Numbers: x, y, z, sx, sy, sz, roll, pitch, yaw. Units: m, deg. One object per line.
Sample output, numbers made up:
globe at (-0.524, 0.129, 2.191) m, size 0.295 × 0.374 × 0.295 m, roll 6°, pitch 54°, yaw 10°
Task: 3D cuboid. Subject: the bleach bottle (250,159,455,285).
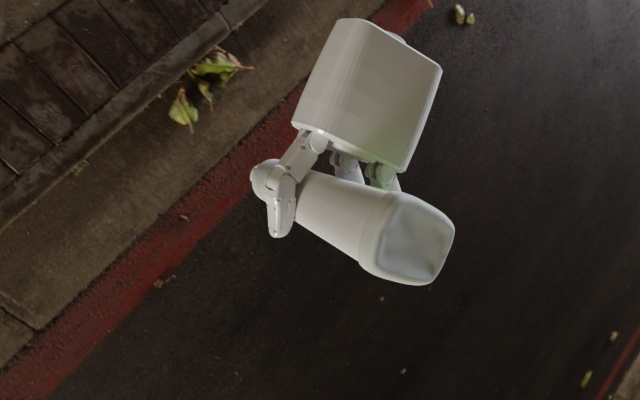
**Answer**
bleach bottle at (0.000, 0.002, 0.466) m, size 0.102 × 0.068 × 0.250 m, roll 23°, pitch 1°, yaw -42°
